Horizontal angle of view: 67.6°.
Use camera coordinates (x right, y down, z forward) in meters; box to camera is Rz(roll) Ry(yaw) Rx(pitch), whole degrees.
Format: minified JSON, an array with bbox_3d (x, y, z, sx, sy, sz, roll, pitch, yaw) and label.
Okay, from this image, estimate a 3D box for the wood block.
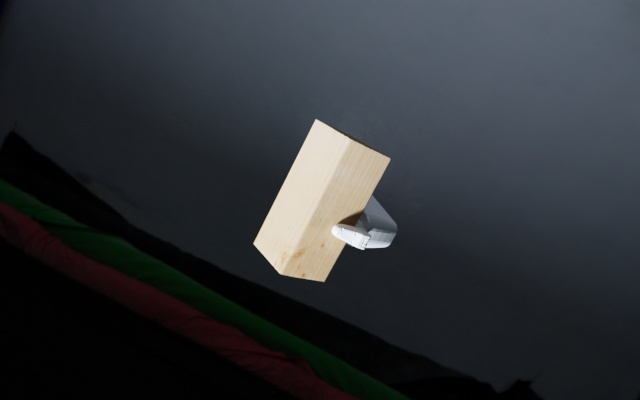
[{"bbox_3d":[0.000,0.003,0.689,0.090,0.206,0.090,18,13,-41],"label":"wood block"}]
